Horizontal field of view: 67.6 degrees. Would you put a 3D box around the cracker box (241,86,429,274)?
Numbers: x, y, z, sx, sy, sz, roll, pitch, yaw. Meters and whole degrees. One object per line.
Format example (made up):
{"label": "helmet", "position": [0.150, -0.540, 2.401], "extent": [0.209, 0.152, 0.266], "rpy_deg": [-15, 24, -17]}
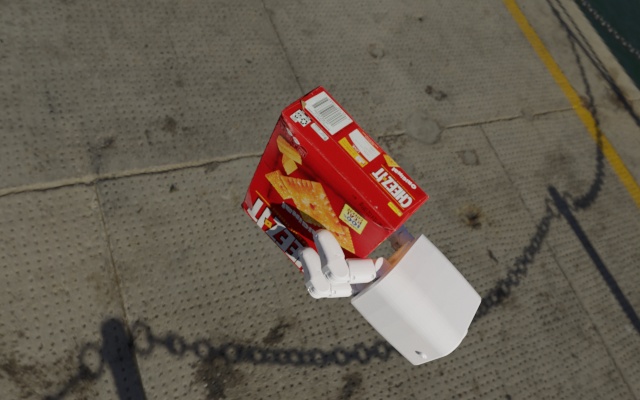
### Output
{"label": "cracker box", "position": [0.000, 0.002, 0.556], "extent": [0.072, 0.164, 0.214], "rpy_deg": [-39, -8, -33]}
